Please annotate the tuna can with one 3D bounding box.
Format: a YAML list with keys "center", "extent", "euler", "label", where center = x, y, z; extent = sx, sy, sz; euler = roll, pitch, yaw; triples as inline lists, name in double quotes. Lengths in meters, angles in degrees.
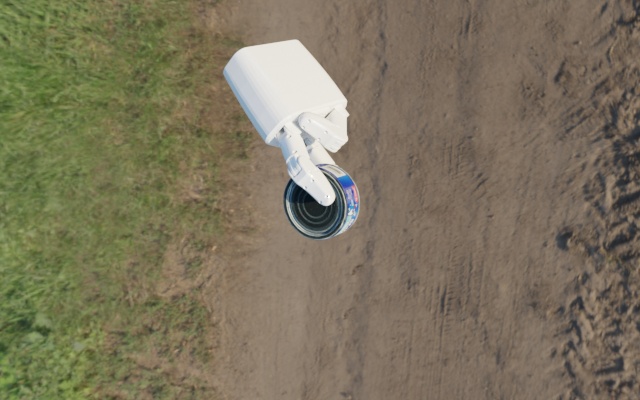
- center: [0.000, 0.002, 0.548]
  extent: [0.086, 0.086, 0.033]
  euler: [0, 10, 30]
  label: "tuna can"
